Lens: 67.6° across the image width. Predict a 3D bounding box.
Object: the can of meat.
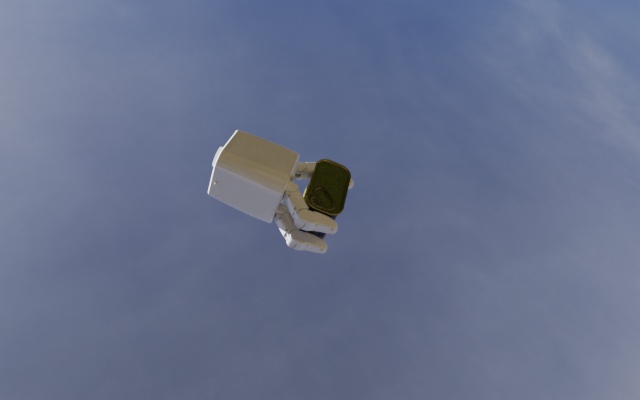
[{"bbox_3d":[0.000,0.003,0.729,0.057,0.102,0.084,21,-42,-7],"label":"can of meat"}]
